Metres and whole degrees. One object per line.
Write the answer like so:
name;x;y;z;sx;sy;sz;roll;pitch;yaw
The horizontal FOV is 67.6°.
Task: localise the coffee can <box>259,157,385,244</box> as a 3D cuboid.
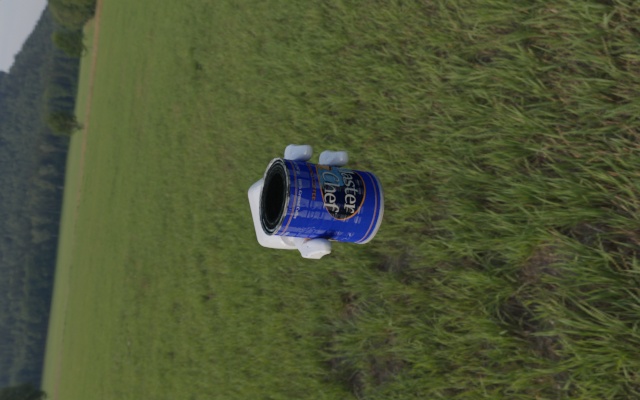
coffee can;0.000;0.002;0.644;0.140;0.103;0.103;7;-3;-26
